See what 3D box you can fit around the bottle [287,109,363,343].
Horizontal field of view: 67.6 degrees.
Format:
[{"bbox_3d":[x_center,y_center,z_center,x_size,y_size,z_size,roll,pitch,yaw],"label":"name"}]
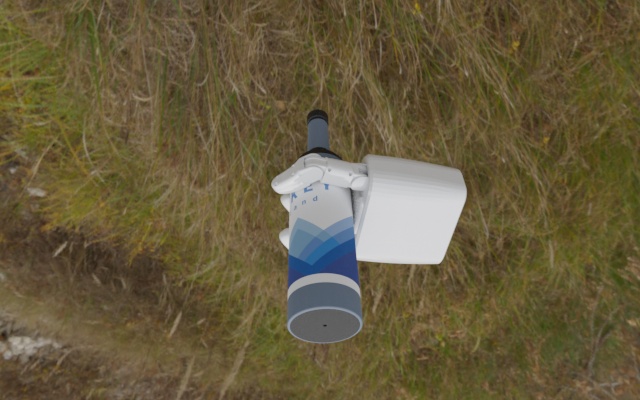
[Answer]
[{"bbox_3d":[0.000,0.002,0.516,0.069,0.295,0.069,-1,-42,-1],"label":"bottle"}]
